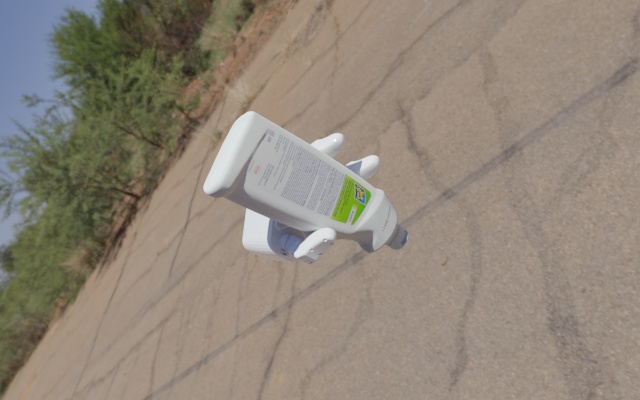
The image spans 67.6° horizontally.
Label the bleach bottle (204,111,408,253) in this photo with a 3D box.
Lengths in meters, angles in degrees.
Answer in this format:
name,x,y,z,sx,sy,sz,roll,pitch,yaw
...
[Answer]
name,x,y,z,sx,sy,sz,roll,pitch,yaw
bleach bottle,0.000,0.002,0.556,0.251,0.102,0.068,29,-17,-25
